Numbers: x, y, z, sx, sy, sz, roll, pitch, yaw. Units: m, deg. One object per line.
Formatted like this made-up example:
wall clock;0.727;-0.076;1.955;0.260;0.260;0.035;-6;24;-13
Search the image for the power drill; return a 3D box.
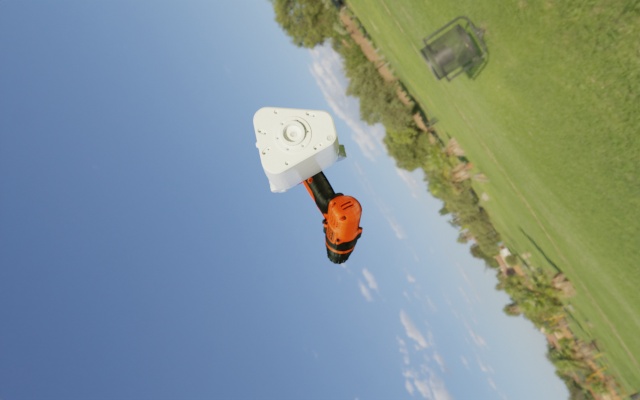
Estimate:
power drill;0.000;0.002;0.786;0.057;0.187;0.185;-27;-25;-20
